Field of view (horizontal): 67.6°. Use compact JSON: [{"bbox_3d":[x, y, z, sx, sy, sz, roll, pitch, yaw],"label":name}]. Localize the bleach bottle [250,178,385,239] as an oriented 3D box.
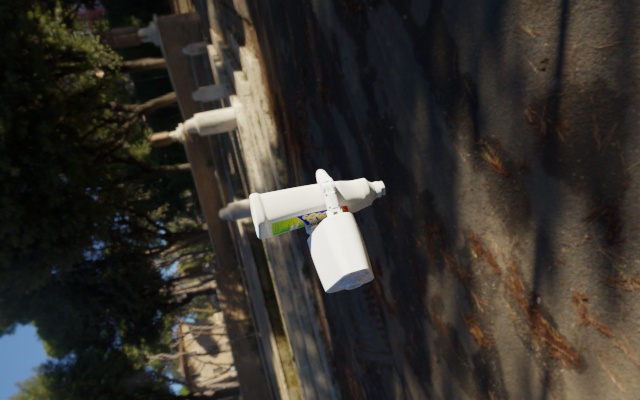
[{"bbox_3d":[0.000,0.003,0.880,0.251,0.068,0.103,-14,-22,-11],"label":"bleach bottle"}]
